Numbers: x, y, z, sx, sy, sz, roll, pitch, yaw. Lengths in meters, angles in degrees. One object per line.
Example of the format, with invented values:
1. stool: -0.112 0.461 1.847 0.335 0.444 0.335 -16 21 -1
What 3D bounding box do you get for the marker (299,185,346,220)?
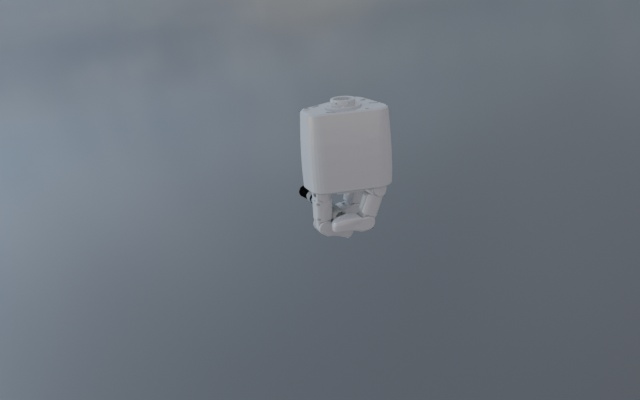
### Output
1. marker: 0.000 0.002 0.701 0.020 0.020 0.121 0 19 -29
